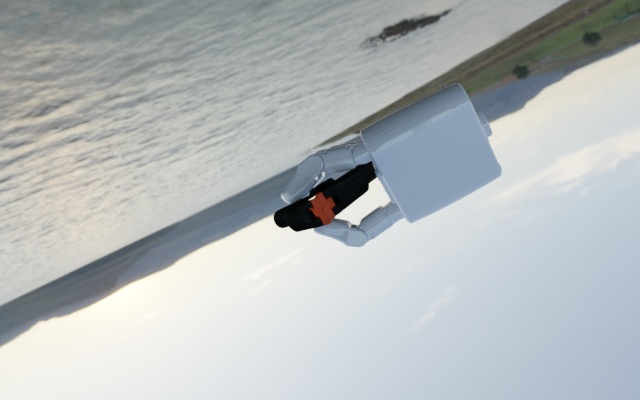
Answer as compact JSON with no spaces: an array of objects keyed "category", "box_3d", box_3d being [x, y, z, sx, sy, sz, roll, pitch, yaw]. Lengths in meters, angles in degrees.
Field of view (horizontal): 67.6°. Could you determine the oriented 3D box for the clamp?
[{"category":"clamp","box_3d":[0.001,0.002,0.524,0.164,0.036,0.210,-30,4,13]}]
